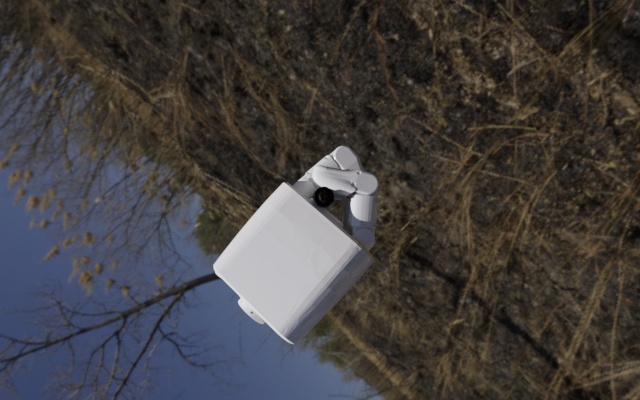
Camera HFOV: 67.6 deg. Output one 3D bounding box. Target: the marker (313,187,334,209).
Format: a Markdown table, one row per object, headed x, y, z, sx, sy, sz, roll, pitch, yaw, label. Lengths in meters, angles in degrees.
| x | y | z | sx | sy | sz | roll | pitch | yaw | label |
| --- | --- | --- | --- | --- | --- | --- | --- | --- | --- |
| 0.000 | 0.002 | 0.480 | 0.020 | 0.020 | 0.121 | 0 | -5 | -3 | marker |
